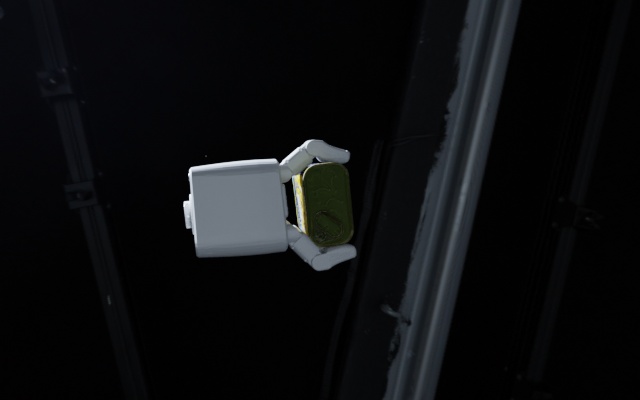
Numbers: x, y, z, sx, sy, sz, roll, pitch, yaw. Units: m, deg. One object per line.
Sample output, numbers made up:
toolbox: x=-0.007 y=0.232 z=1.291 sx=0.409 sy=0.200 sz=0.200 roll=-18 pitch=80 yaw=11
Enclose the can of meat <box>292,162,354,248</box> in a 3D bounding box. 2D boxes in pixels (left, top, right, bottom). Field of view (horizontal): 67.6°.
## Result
can of meat: x=0.000 y=0.002 z=0.615 sx=0.057 sy=0.102 sz=0.084 roll=-8 pitch=7 yaw=-14
